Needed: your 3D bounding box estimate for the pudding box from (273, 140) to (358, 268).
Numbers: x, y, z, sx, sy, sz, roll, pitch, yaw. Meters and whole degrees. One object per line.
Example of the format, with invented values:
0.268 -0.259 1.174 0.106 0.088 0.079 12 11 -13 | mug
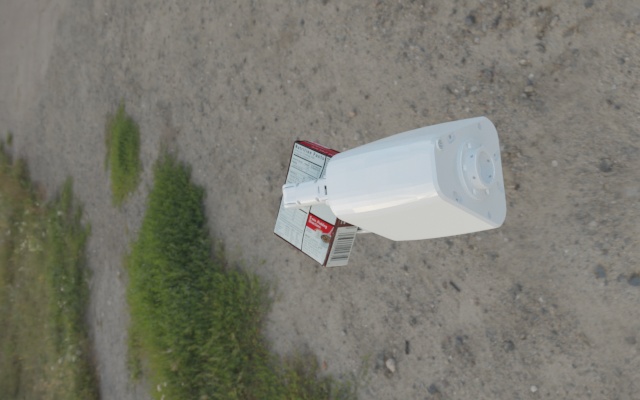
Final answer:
0.000 0.002 0.504 0.039 0.113 0.090 1 20 -45 | pudding box
